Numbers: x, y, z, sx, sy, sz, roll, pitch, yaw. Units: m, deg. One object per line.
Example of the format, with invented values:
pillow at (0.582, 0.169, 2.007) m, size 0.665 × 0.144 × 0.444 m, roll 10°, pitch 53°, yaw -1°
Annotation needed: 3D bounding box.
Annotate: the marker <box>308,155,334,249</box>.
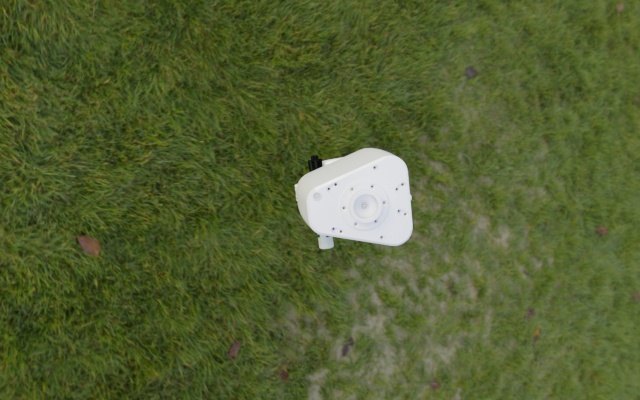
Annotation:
marker at (0.000, 0.002, 0.614) m, size 0.020 × 0.121 × 0.020 m, roll -7°, pitch 9°, yaw 1°
